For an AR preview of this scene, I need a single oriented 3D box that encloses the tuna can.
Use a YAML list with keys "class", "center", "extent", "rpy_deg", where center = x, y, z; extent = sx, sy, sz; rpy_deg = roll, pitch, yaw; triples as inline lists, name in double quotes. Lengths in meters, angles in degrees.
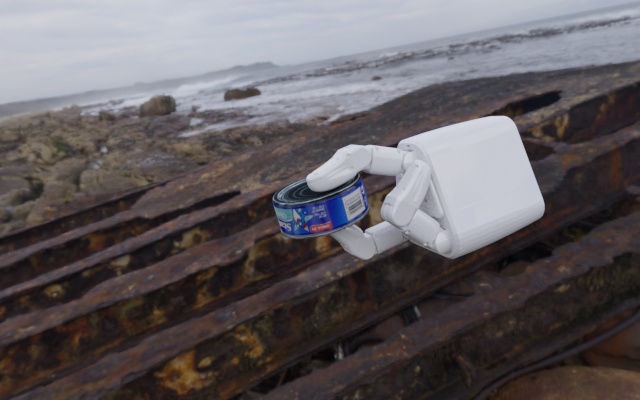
- class: "tuna can"
  center: [0.000, 0.001, 0.440]
  extent: [0.086, 0.034, 0.086]
  rpy_deg: [-15, 18, 5]
